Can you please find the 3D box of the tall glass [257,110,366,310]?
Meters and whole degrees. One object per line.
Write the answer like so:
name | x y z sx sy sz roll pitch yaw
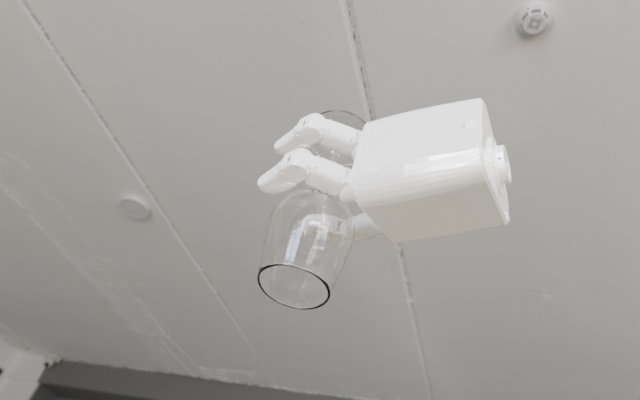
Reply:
tall glass | 0.000 0.001 0.454 0.079 0.201 0.079 10 -43 9
